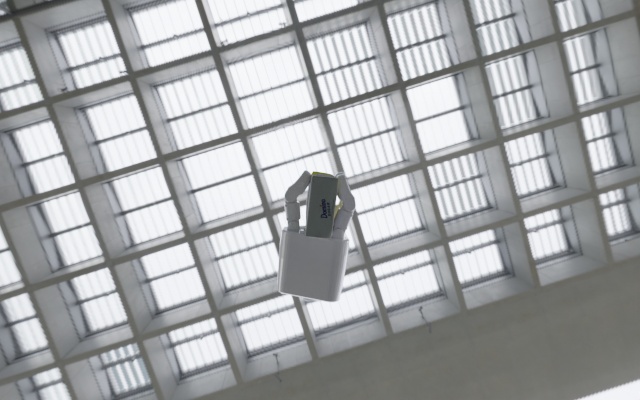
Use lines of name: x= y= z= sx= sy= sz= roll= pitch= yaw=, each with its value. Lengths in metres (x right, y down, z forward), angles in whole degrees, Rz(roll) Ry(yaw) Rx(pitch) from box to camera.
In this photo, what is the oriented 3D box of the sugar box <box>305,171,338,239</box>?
sugar box: x=0.001 y=0.003 z=0.781 sx=0.048 sy=0.093 sz=0.176 roll=6 pitch=6 yaw=-4
